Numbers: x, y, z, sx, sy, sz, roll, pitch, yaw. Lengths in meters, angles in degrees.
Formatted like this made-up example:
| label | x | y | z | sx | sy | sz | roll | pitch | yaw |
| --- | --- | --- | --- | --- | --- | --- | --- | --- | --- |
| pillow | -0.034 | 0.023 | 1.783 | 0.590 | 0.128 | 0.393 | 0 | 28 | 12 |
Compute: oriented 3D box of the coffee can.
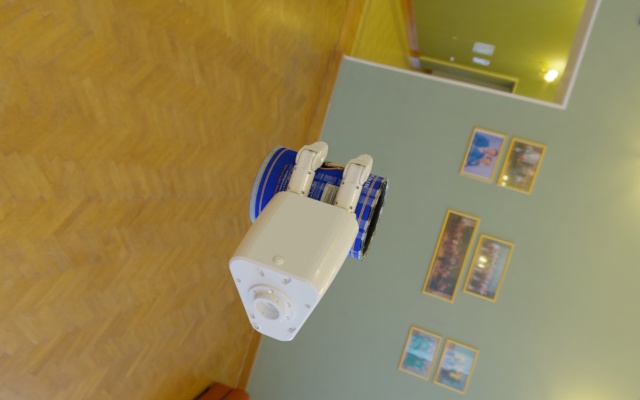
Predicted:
| label | x | y | z | sx | sy | sz | roll | pitch | yaw |
| --- | --- | --- | --- | --- | --- | --- | --- | --- | --- |
| coffee can | 0.000 | 0.002 | 0.575 | 0.140 | 0.103 | 0.103 | 18 | 4 | 13 |
